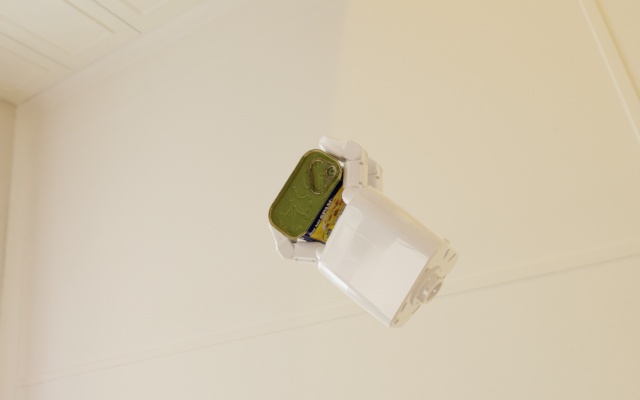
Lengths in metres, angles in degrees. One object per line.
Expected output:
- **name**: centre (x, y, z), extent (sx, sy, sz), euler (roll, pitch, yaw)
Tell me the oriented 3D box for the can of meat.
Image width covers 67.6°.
- **can of meat**: centre (0.000, 0.002, 0.561), extent (0.057, 0.102, 0.084), euler (34, 3, 31)
